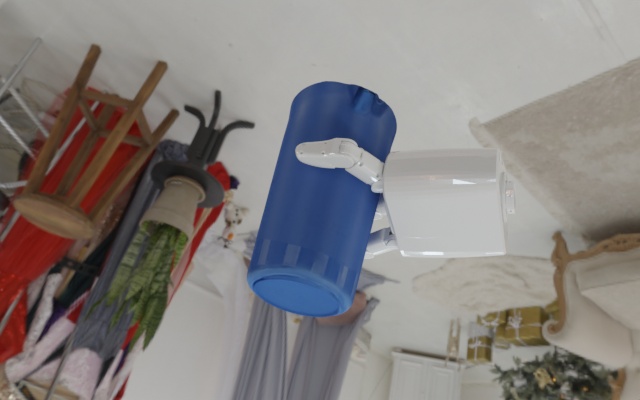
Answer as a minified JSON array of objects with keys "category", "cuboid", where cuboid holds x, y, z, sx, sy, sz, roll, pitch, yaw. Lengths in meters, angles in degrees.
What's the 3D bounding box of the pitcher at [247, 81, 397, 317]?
[{"category":"pitcher","cuboid":[0.000,0.002,0.536,0.145,0.242,0.149,-3,-36,26]}]
